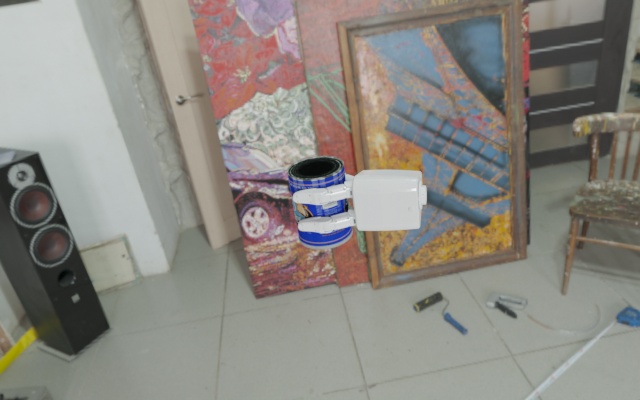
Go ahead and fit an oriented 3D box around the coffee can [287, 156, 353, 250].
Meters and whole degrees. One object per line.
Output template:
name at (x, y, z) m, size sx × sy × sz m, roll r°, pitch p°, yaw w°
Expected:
coffee can at (0.000, 0.003, 0.866) m, size 0.103 × 0.140 × 0.102 m, roll -7°, pitch 27°, yaw 4°
